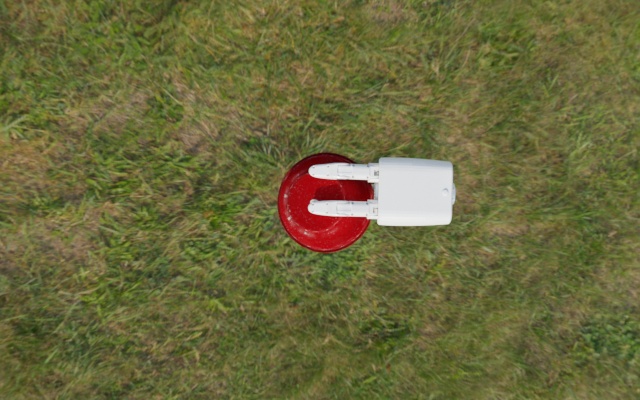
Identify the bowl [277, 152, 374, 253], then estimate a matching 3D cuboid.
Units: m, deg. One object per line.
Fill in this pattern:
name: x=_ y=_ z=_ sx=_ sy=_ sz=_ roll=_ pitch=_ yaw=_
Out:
bowl: x=-0.001 y=0.003 z=0.742 sx=0.162 sy=0.162 sz=0.055 roll=0 pitch=-2 yaw=15
